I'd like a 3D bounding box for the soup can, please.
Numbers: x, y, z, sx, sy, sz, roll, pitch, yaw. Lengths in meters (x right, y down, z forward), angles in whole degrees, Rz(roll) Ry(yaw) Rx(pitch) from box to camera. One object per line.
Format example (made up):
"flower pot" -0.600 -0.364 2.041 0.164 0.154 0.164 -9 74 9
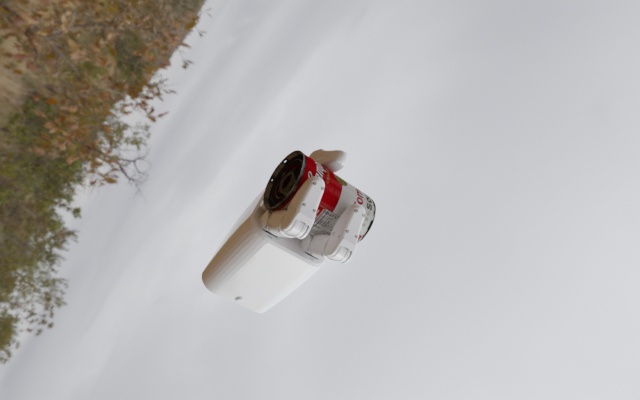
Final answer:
"soup can" 0.001 0.001 0.507 0.102 0.068 0.068 31 -15 -27
